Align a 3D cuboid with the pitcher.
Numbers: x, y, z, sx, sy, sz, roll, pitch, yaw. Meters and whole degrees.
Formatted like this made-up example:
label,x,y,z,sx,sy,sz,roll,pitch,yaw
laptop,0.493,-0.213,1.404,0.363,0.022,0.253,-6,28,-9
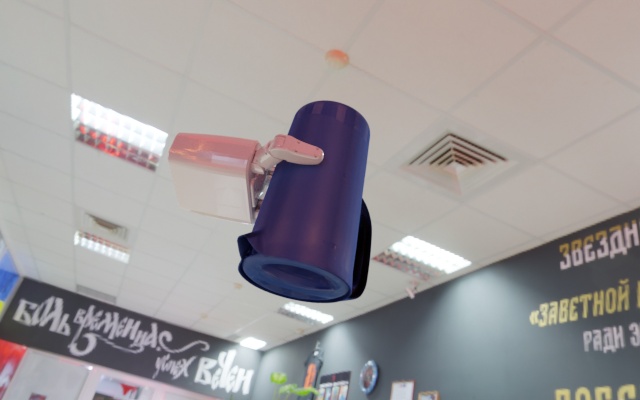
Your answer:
label,x,y,z,sx,sy,sz,roll,pitch,yaw
pitcher,0.000,0.002,0.606,0.145,0.242,0.149,9,-29,9
